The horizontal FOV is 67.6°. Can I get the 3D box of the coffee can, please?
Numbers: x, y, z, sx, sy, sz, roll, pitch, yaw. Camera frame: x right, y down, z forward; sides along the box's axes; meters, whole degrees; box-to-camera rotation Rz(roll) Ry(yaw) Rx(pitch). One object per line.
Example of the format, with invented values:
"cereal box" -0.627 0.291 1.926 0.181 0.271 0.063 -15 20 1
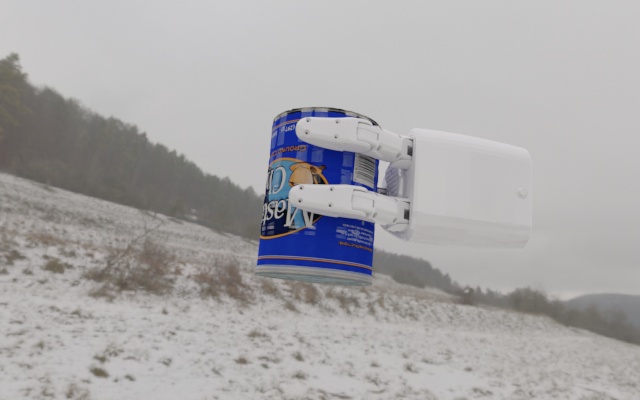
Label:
"coffee can" 0.000 0.002 0.430 0.103 0.140 0.103 5 -12 1
